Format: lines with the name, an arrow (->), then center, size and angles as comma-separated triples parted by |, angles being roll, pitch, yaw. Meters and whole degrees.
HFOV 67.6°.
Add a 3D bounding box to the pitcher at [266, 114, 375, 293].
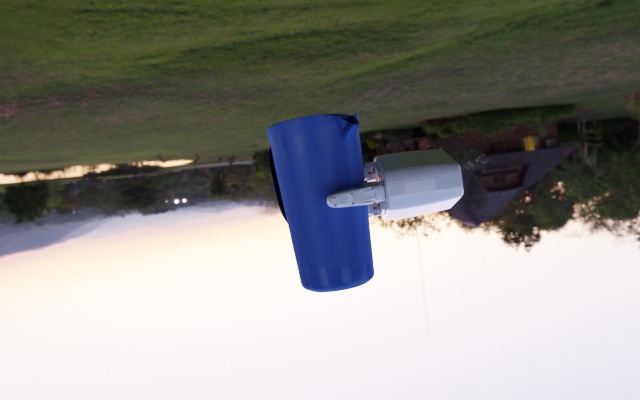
pitcher -> 0.000, 0.002, 0.692 | 0.145, 0.243, 0.149 | -9, 1, 2
